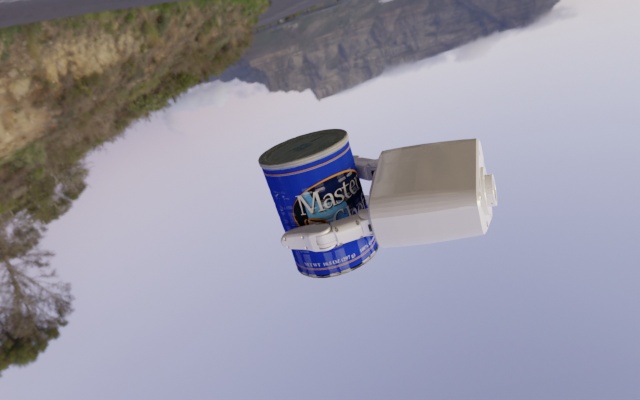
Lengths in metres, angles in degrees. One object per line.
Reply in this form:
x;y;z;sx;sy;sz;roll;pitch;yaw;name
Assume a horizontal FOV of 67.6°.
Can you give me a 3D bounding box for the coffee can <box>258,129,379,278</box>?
0.000;0.002;0.546;0.103;0.140;0.102;-16;21;6;coffee can
